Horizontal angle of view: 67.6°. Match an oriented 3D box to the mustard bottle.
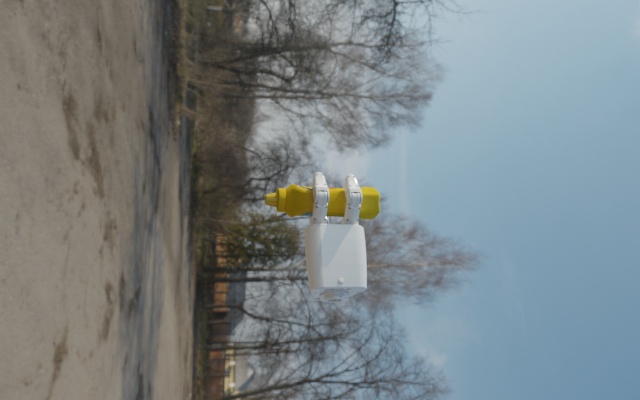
[{"bbox_3d":[0.000,0.002,0.831,0.191,0.058,0.096,2,1,-11],"label":"mustard bottle"}]
